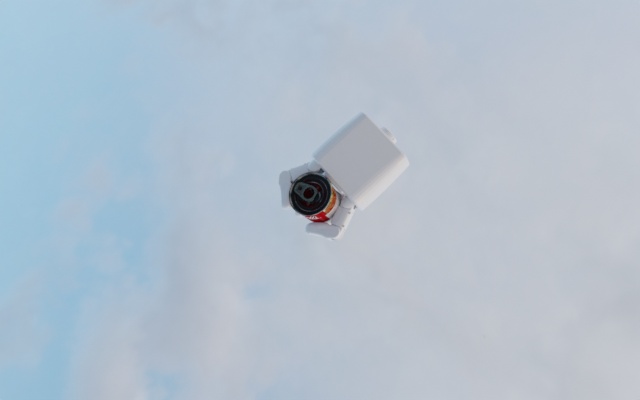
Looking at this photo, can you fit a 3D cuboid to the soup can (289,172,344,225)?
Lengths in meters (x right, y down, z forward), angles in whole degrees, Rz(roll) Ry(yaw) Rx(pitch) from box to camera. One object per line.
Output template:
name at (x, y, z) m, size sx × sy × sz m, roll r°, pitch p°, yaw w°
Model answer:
soup can at (0.000, 0.003, 0.751) m, size 0.068 × 0.068 × 0.102 m, roll 0°, pitch -15°, yaw 19°
